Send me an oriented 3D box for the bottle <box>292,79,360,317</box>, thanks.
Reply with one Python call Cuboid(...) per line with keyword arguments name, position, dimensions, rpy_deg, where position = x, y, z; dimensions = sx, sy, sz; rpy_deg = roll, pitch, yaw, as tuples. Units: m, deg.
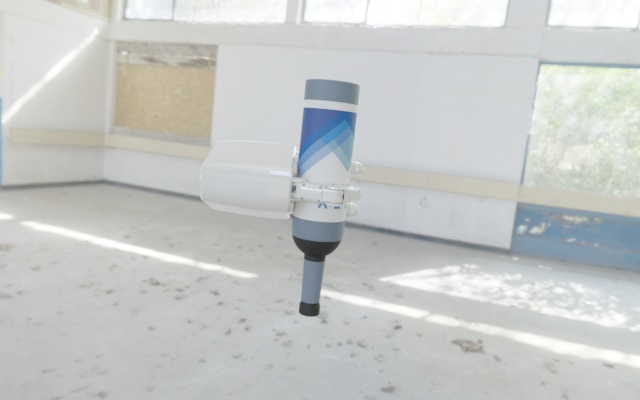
Cuboid(name="bottle", position=(0.000, 0.002, 0.601), dimensions=(0.069, 0.296, 0.069), rpy_deg=(6, 8, -1))
